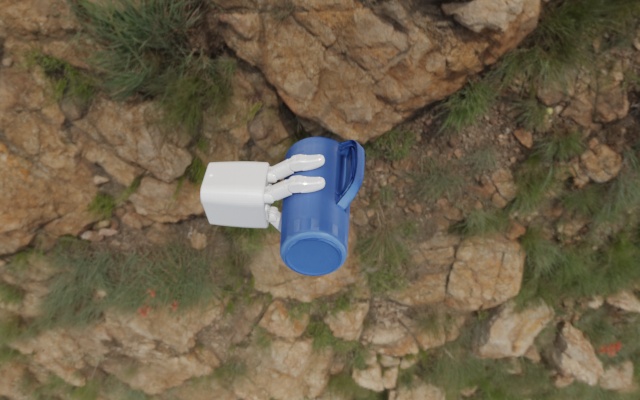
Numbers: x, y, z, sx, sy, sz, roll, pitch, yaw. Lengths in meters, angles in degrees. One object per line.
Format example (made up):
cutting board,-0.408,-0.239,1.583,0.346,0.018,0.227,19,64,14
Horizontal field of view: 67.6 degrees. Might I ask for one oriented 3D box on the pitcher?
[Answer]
pitcher,0.000,0.003,0.836,0.145,0.149,0.242,3,43,-1
